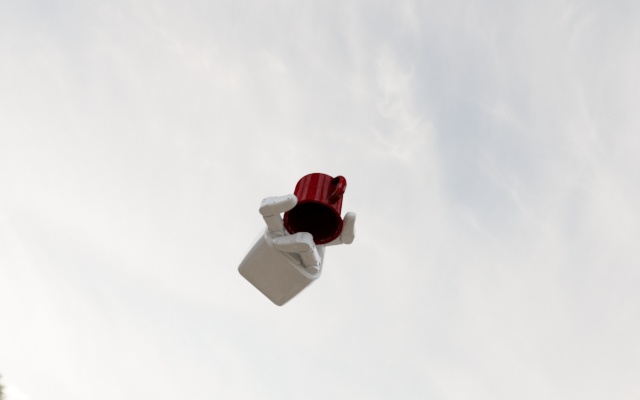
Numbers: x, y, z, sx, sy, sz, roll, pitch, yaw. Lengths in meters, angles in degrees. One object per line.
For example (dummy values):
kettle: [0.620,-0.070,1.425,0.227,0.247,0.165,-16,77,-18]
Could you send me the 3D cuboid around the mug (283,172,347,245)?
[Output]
mug: [0.001,0.001,0.749,0.093,0.081,0.117,32,-53,-17]
